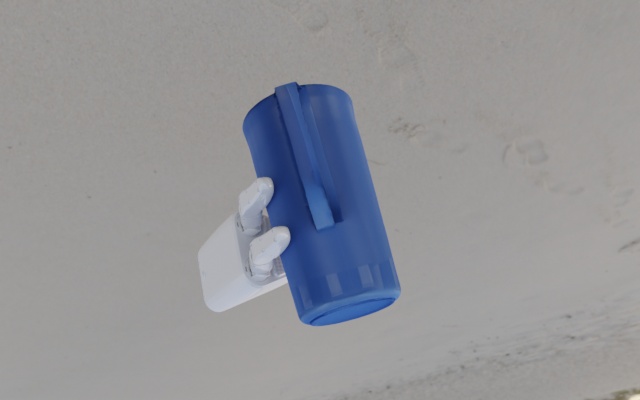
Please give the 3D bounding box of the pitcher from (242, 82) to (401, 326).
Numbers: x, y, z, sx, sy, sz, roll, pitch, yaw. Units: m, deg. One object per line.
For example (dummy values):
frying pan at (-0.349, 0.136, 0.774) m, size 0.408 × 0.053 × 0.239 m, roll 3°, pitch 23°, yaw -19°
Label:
pitcher at (0.000, 0.002, 0.514) m, size 0.149 × 0.242 × 0.145 m, roll 4°, pitch -29°, yaw -41°
